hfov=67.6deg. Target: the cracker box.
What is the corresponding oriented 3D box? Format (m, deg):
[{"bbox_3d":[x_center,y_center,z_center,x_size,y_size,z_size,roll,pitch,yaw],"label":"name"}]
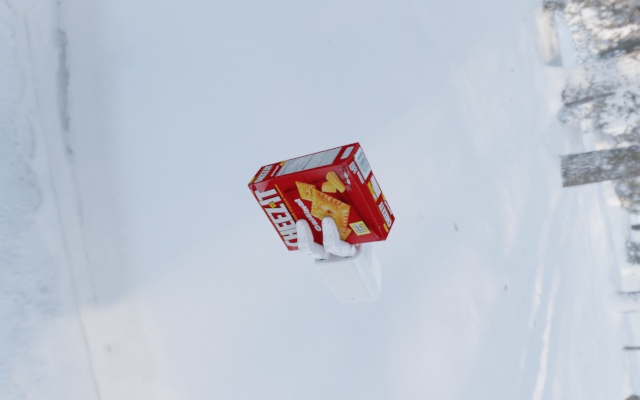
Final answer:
[{"bbox_3d":[0.000,0.003,0.842,0.214,0.164,0.072,-10,31,34],"label":"cracker box"}]
